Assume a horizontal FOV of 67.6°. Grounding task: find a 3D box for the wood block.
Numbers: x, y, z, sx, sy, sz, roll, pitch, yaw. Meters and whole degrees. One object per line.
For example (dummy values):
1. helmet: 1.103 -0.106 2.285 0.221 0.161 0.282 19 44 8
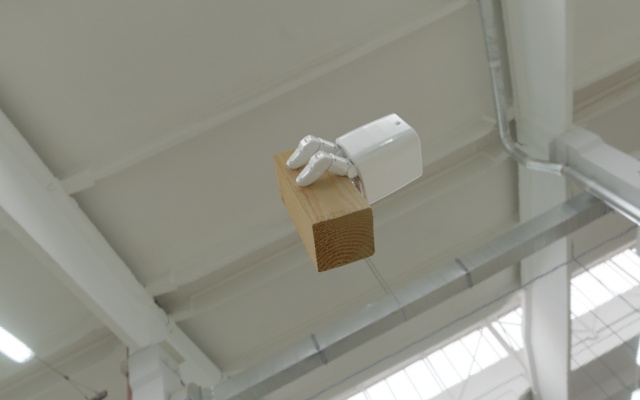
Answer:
1. wood block: 0.000 0.002 0.740 0.090 0.091 0.206 -16 36 -12
